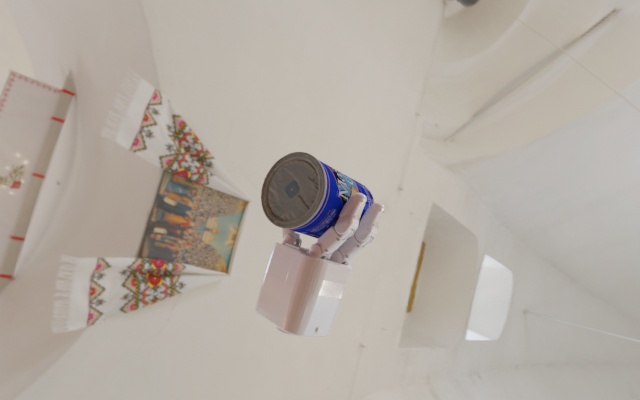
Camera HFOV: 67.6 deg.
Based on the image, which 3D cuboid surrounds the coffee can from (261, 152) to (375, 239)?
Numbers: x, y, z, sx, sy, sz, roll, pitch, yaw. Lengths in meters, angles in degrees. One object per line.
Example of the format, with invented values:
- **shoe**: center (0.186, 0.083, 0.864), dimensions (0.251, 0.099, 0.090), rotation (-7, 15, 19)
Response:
- **coffee can**: center (0.000, 0.002, 0.672), dimensions (0.103, 0.102, 0.140), rotation (0, -14, 34)
